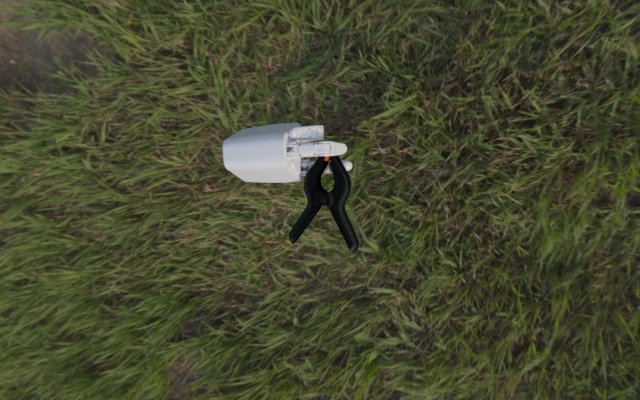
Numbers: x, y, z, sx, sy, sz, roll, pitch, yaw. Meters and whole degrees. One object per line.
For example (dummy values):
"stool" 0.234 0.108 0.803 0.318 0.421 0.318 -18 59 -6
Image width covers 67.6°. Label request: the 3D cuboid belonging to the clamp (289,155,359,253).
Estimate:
"clamp" 0.000 0.002 0.790 0.120 0.171 0.039 -3 4 12
